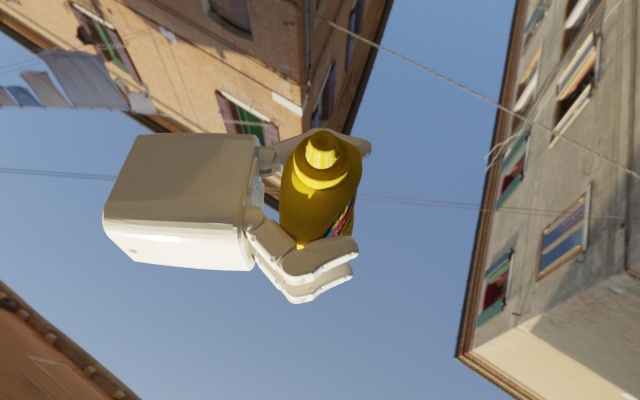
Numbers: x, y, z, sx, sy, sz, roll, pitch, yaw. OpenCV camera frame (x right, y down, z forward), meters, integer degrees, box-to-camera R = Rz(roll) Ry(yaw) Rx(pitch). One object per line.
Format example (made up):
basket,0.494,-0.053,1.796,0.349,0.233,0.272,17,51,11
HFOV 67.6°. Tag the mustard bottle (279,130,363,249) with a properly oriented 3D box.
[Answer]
mustard bottle,0.000,0.002,0.403,0.058,0.096,0.192,25,-23,11
